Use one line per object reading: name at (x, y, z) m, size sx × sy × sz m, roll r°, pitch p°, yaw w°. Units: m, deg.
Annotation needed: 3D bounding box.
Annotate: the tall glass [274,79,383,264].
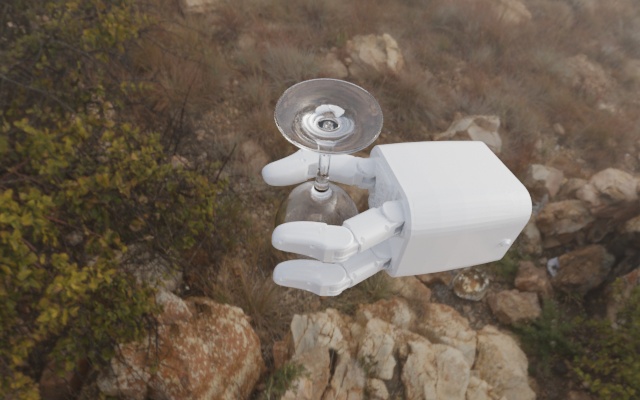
tall glass at (0.000, 0.001, 0.402) m, size 0.079 × 0.079 × 0.201 m, roll 0°, pitch -37°, yaw -5°
